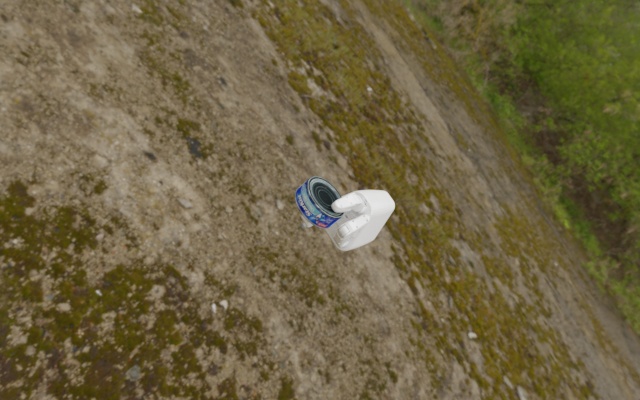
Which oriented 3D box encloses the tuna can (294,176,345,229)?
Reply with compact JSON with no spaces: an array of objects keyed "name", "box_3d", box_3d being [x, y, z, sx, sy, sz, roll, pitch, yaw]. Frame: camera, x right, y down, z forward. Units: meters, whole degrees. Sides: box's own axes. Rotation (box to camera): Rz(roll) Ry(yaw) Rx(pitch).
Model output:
[{"name":"tuna can","box_3d":[0.000,0.002,0.798,0.034,0.086,0.086,-40,-24,32]}]
